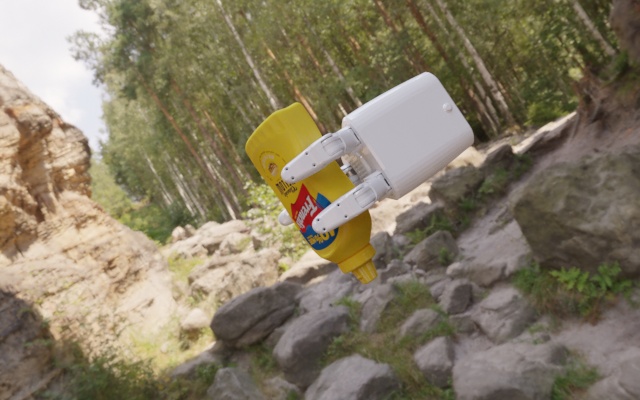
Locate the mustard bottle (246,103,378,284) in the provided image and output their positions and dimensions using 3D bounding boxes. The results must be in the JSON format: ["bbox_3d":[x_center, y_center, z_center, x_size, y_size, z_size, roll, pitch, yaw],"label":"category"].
[{"bbox_3d":[0.000,0.002,0.494,0.058,0.191,0.096,-32,-2,-36],"label":"mustard bottle"}]
